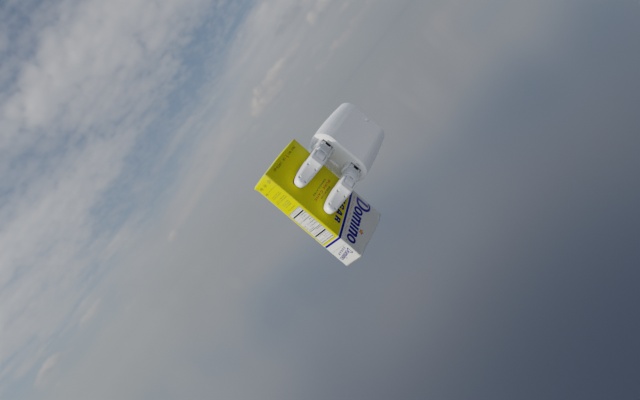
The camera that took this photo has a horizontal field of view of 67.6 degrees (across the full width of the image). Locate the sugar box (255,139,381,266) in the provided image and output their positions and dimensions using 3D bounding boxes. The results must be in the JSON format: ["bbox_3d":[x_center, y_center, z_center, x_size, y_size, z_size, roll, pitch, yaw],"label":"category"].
[{"bbox_3d":[0.000,0.002,0.688,0.176,0.093,0.048,38,-42,-7],"label":"sugar box"}]
